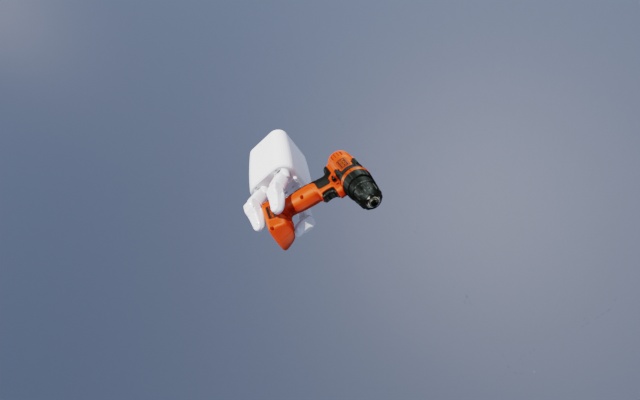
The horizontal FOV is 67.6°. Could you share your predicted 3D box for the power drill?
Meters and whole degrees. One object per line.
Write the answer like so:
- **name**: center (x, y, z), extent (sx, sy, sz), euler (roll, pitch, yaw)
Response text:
- **power drill**: center (0.000, 0.003, 0.791), extent (0.187, 0.057, 0.184), euler (-32, 28, 0)
